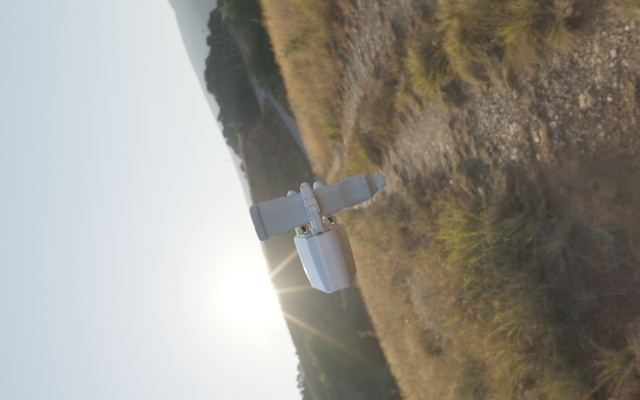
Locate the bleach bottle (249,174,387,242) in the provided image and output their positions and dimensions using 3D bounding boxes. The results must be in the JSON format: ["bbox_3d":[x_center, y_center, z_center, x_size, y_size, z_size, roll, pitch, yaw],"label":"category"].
[{"bbox_3d":[0.000,0.003,0.876,0.251,0.068,0.102,-18,3,-2],"label":"bleach bottle"}]
